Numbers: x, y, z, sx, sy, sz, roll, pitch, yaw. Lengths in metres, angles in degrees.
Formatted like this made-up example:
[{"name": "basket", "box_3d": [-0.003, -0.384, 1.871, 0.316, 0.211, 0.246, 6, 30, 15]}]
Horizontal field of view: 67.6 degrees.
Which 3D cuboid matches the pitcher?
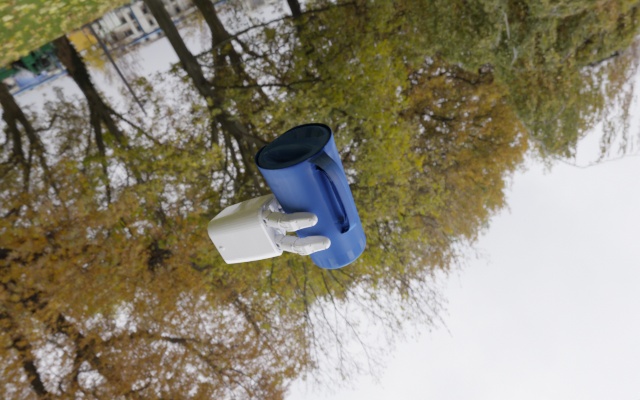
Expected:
[{"name": "pitcher", "box_3d": [0.000, 0.003, 0.815, 0.145, 0.243, 0.149, -14, 34, 17]}]
